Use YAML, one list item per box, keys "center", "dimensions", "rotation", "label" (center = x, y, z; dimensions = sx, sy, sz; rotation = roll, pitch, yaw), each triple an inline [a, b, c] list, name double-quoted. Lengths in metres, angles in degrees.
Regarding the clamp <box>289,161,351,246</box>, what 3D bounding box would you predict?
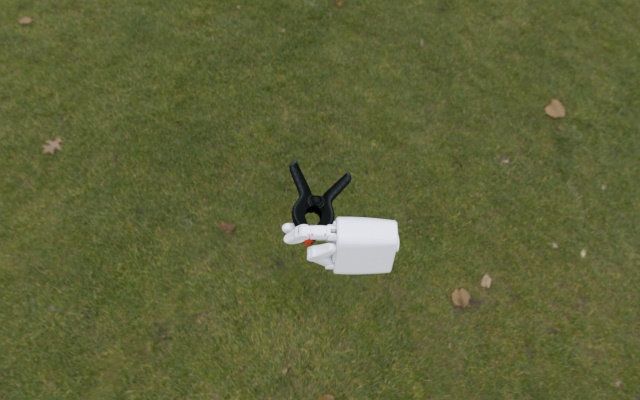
- center: [0.000, 0.003, 0.891]
  dimensions: [0.120, 0.171, 0.039]
  rotation: [1, -27, -2]
  label: "clamp"
